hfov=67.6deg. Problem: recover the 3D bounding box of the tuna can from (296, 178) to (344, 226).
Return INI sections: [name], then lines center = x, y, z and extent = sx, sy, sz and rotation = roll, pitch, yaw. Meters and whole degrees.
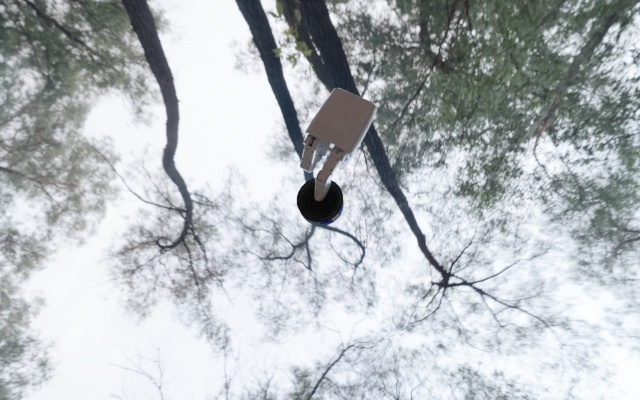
[tuna can]
center = 0.000, 0.003, 0.873
extent = 0.086, 0.086, 0.034
rotation = 0, -20, 6
